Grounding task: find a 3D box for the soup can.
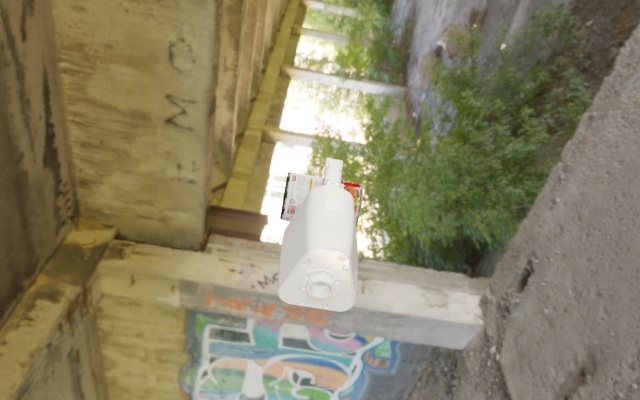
[{"bbox_3d":[0.000,0.002,0.645,0.102,0.068,0.068,10,-1,-5],"label":"soup can"}]
